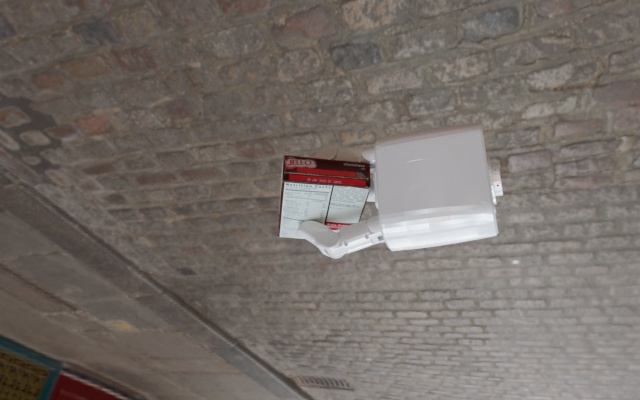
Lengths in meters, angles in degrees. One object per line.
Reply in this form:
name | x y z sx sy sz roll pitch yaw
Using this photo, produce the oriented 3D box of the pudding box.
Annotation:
pudding box | 0.000 0.002 0.517 0.090 0.039 0.114 6 -37 -5
